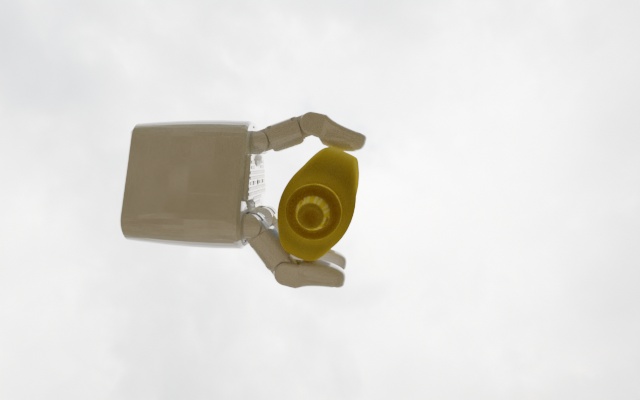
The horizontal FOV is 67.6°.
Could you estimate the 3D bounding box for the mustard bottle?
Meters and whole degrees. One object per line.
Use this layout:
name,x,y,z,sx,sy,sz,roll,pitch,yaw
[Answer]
mustard bottle,0.000,0.001,0.414,0.058,0.096,0.191,25,7,2
